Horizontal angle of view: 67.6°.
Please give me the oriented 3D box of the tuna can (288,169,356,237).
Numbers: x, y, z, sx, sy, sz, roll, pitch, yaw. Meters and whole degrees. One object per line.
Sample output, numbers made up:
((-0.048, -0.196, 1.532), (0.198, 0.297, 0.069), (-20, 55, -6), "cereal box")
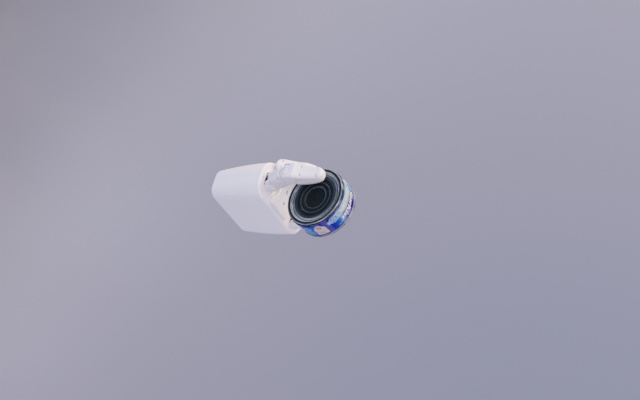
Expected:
((0.000, 0.002, 0.621), (0.086, 0.086, 0.034), (0, -28, 35), "tuna can")
